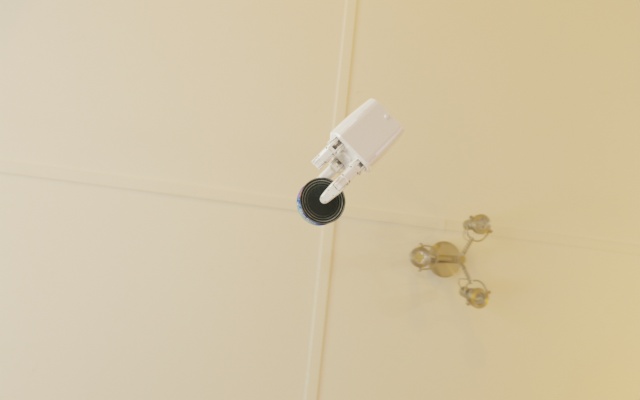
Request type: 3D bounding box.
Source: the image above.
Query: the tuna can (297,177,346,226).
[{"bbox_3d":[0.000,0.003,0.875,0.086,0.086,0.034,0,-10,-16],"label":"tuna can"}]
